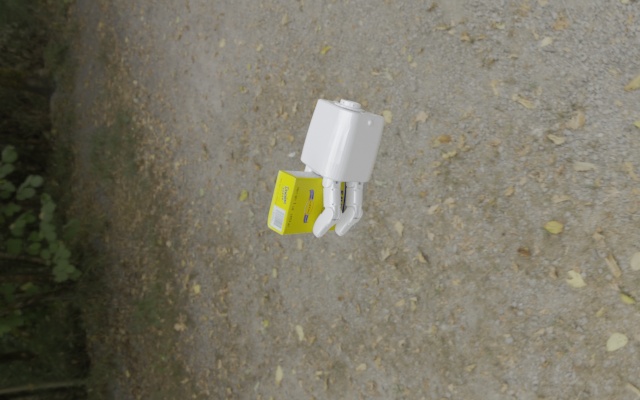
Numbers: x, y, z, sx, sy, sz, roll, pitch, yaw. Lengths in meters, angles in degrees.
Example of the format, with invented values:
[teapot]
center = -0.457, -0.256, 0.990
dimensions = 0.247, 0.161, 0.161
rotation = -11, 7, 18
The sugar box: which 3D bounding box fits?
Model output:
[sugar box]
center = 0.000, 0.003, 0.774
dimensions = 0.176, 0.093, 0.048
rotation = -1, 21, -45
